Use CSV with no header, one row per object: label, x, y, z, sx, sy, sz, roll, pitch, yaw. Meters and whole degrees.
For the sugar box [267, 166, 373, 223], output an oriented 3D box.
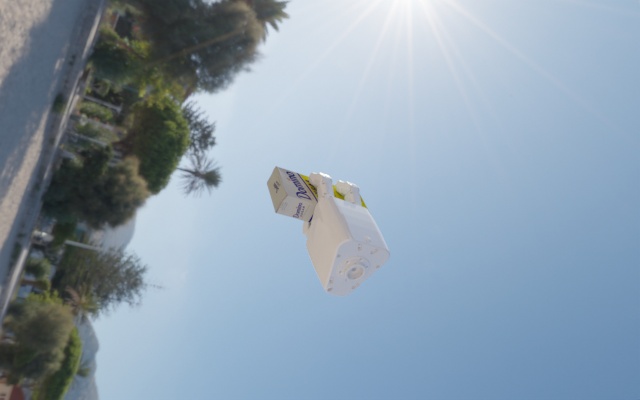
sugar box,0.001,0.002,0.825,0.176,0.048,0.093,19,27,-29
